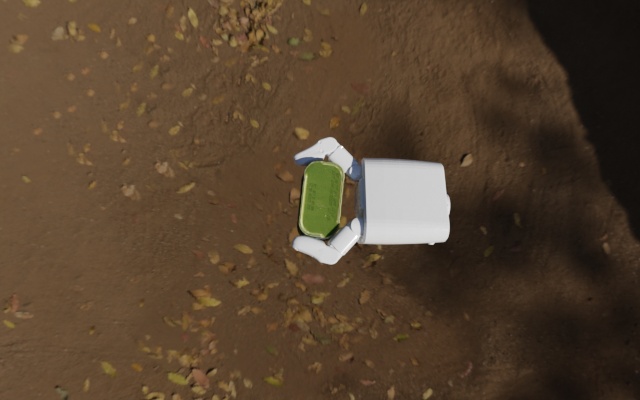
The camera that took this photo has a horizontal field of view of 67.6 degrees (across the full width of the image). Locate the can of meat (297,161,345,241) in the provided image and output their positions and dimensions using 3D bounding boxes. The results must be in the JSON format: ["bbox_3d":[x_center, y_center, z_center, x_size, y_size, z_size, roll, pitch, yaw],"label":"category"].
[{"bbox_3d":[0.000,0.002,0.632,0.057,0.102,0.084,6,-6,-2],"label":"can of meat"}]
